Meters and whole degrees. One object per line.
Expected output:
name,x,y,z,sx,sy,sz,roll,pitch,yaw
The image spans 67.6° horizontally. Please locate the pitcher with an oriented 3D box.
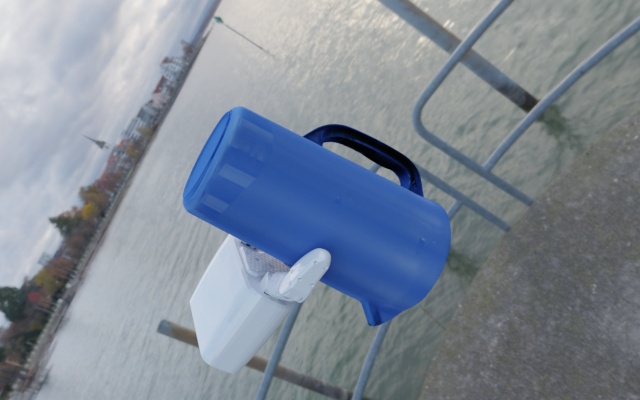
pitcher,0.000,0.002,0.476,0.243,0.145,0.149,28,22,-21
